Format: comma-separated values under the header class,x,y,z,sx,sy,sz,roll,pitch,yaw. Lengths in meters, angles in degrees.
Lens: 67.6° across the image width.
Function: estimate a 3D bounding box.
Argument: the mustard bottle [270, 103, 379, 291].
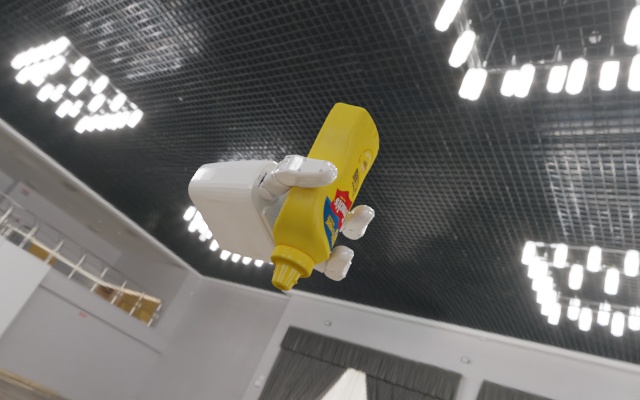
class,x,y,z,sx,sy,sz,roll,pitch,yaw
mustard bottle,0.000,0.001,0.478,0.058,0.191,0.096,18,-28,17
